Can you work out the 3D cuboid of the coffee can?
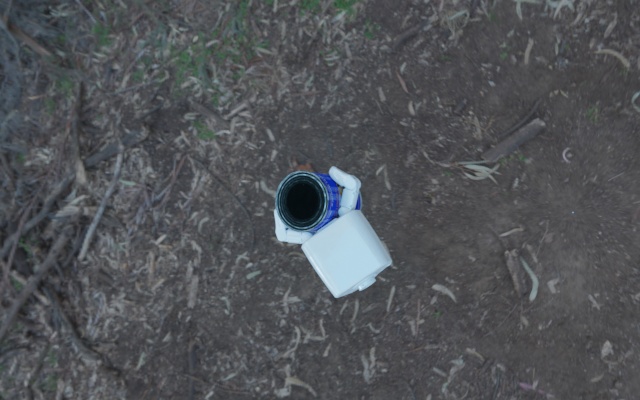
[{"bbox_3d":[0.000,0.003,0.850,0.103,0.103,0.140,0,-1,28],"label":"coffee can"}]
